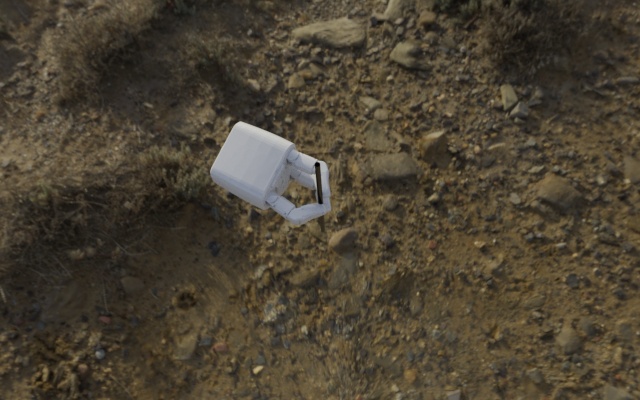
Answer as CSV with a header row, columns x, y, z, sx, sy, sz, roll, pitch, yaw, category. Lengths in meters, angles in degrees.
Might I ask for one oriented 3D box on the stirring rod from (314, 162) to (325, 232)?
x,y,z,sx,sy,sz,roll,pitch,yaw,category
0.000,0.003,0.755,0.011,0.011,0.240,0,-25,2,stirring rod
